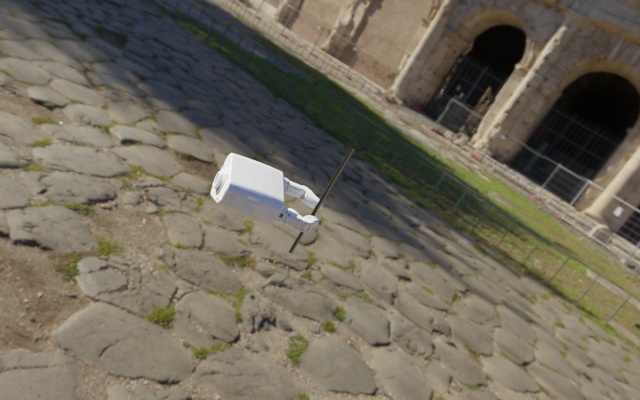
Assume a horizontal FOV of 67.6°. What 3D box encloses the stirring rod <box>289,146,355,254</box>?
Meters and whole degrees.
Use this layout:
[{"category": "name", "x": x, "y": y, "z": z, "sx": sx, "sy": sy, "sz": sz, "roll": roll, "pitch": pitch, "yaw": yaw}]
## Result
[{"category": "stirring rod", "x": 0.000, "y": 0.003, "z": 0.896, "sx": 0.011, "sy": 0.239, "sz": 0.011, "roll": 28, "pitch": 18, "yaw": -10}]
